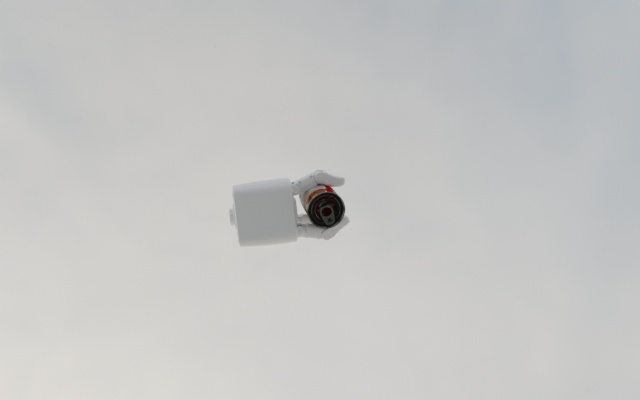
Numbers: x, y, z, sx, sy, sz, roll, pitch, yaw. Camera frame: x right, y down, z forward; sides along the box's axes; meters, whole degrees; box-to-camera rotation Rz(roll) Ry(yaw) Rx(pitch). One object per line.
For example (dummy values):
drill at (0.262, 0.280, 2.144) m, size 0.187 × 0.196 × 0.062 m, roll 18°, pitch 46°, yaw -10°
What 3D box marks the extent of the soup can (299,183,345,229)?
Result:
soup can at (0.001, 0.003, 0.875) m, size 0.068 × 0.068 × 0.102 m, roll 0°, pitch 17°, yaw -12°
